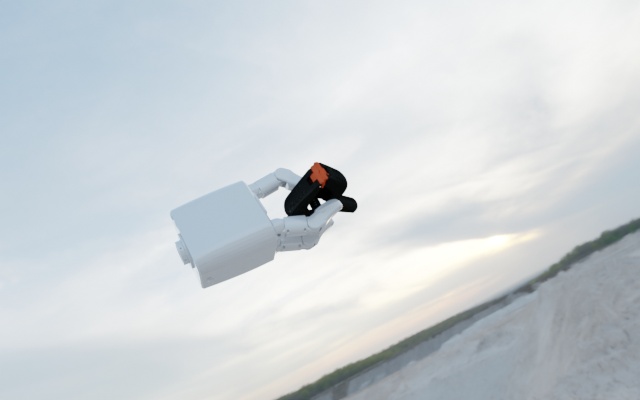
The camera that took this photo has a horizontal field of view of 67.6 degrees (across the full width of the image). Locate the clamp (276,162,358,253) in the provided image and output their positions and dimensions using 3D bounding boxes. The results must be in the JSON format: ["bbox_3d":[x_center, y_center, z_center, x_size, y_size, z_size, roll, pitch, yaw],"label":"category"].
[{"bbox_3d":[0.000,0.001,0.681,0.164,0.036,0.210,-26,-19,-21],"label":"clamp"}]
